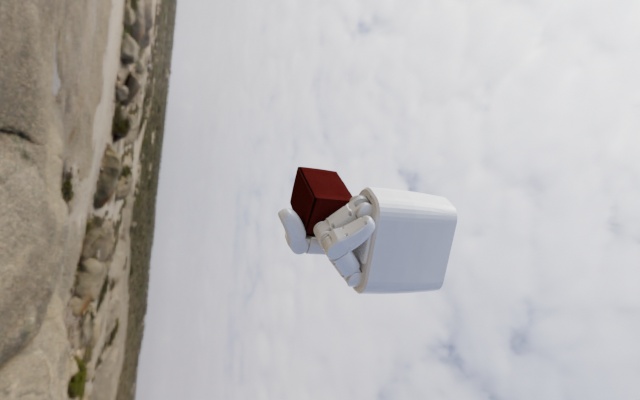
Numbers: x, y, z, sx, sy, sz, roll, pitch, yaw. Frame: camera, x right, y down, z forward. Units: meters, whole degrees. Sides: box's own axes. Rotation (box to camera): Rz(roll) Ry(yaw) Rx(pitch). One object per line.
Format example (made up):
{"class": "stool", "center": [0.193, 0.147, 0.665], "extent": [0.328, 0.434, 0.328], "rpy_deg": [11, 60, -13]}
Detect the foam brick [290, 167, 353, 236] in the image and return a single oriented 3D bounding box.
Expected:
{"class": "foam brick", "center": [0.000, 0.002, 0.571], "extent": [0.051, 0.053, 0.078], "rpy_deg": [4, 30, -21]}
